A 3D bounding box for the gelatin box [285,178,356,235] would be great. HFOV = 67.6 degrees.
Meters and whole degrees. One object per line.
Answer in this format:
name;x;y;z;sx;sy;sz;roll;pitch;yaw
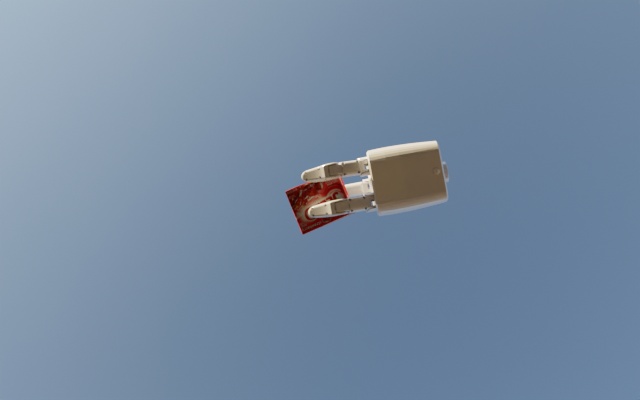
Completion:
gelatin box;0.000;0.003;0.738;0.089;0.073;0.030;-24;-5;11
